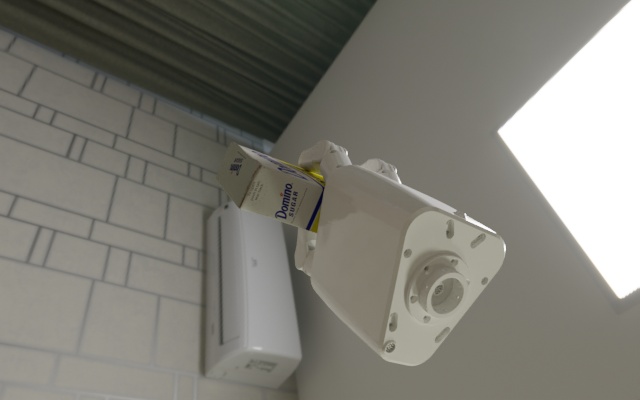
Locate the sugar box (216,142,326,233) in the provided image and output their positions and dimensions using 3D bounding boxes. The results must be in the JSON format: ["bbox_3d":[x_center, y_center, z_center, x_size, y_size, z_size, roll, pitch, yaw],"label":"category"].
[{"bbox_3d":[0.000,0.001,0.441,0.176,0.048,0.093,22,7,-29],"label":"sugar box"}]
